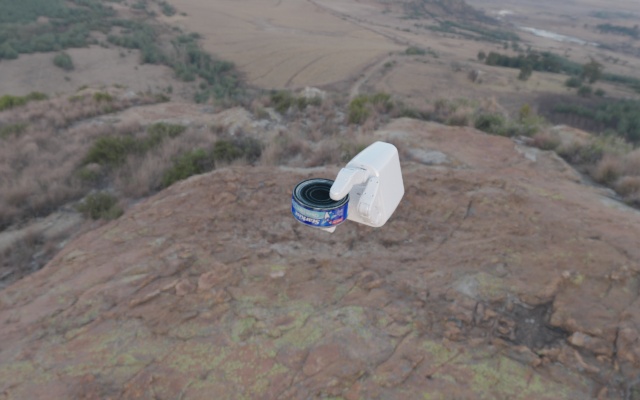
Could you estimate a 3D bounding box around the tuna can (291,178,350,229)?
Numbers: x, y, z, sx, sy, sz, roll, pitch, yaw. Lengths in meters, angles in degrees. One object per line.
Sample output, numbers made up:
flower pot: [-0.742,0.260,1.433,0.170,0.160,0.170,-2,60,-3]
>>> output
tuna can: [0.000,0.002,0.700,0.086,0.034,0.086,3,34,-2]
